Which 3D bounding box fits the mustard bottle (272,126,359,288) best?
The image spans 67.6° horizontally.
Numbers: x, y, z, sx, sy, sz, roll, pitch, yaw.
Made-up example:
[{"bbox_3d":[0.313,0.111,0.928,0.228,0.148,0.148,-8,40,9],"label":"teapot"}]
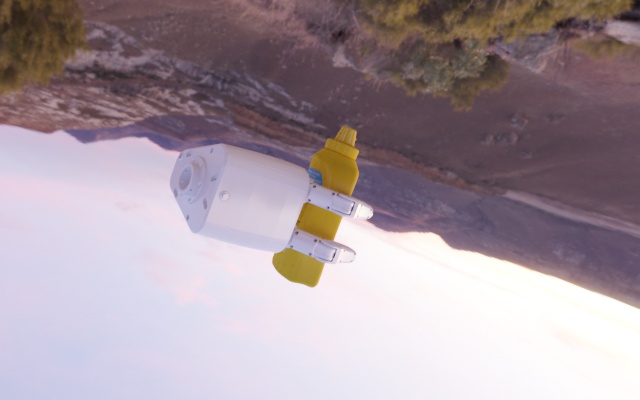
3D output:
[{"bbox_3d":[0.000,0.002,0.581,0.058,0.191,0.096,19,5,-17],"label":"mustard bottle"}]
